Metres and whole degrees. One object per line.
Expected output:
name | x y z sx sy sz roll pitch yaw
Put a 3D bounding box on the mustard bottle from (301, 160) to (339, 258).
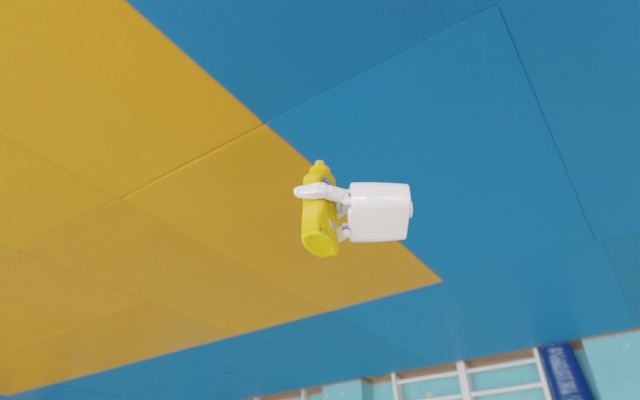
mustard bottle | 0.000 0.003 0.893 0.058 0.191 0.096 -15 -37 20
